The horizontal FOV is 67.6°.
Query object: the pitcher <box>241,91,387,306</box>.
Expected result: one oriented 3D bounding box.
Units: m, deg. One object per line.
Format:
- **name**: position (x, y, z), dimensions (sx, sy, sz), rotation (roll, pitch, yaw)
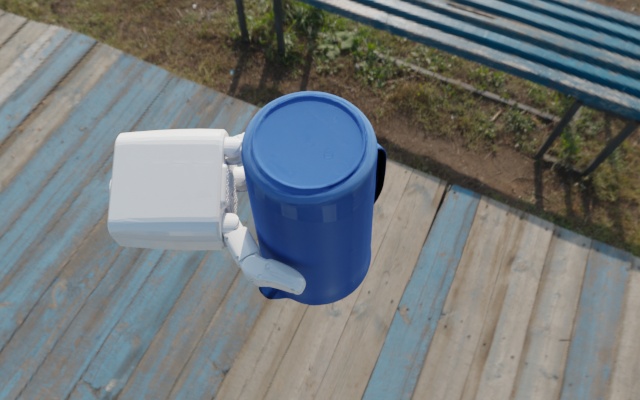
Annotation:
- **pitcher**: position (0.000, 0.002, 0.477), dimensions (0.145, 0.149, 0.243), rotation (1, -27, 1)
